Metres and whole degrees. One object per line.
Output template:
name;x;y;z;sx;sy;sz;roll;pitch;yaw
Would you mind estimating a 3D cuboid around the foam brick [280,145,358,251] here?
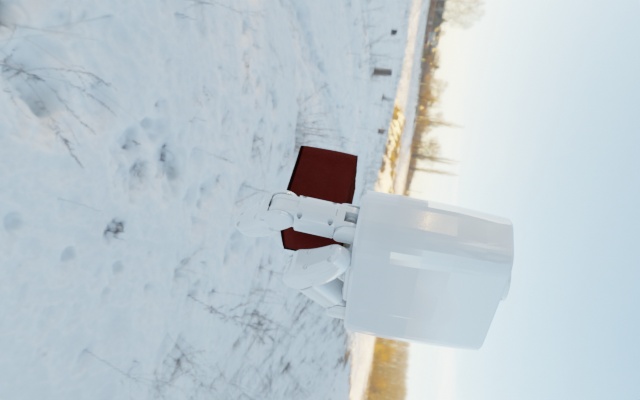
foam brick;0.000;0.001;0.406;0.051;0.078;0.053;9;-36;8
